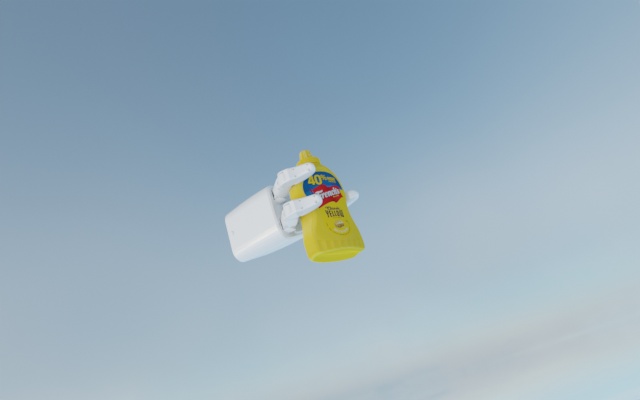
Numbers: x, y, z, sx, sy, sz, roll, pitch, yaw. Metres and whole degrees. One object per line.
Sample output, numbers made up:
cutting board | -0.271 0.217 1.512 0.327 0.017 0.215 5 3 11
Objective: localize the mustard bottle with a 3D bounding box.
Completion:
mustard bottle | 0.000 0.003 0.770 0.096 0.191 0.058 -1 -29 -35
